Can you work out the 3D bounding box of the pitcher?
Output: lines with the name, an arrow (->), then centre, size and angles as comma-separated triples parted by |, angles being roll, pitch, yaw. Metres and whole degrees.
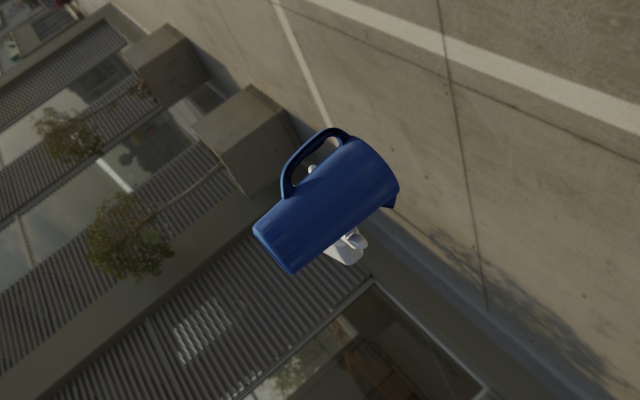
pitcher -> 0.000, 0.003, 0.817 | 0.149, 0.243, 0.145 | 45, -10, 28
